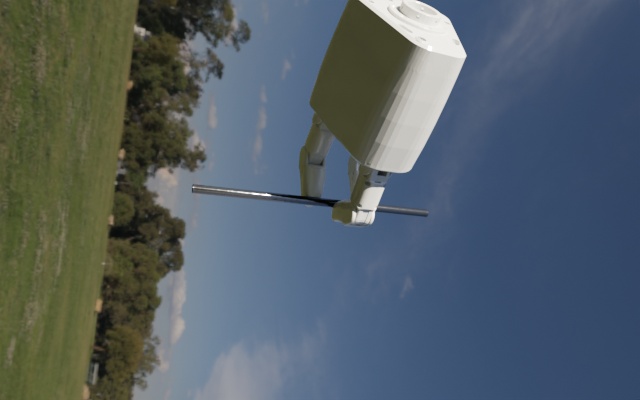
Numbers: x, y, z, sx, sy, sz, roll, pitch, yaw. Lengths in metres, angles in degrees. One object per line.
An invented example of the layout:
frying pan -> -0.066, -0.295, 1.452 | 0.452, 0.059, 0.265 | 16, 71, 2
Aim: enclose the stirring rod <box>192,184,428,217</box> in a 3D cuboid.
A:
stirring rod -> 0.000, 0.001, 0.459 | 0.239, 0.011, 0.011 | 6, -2, -21
